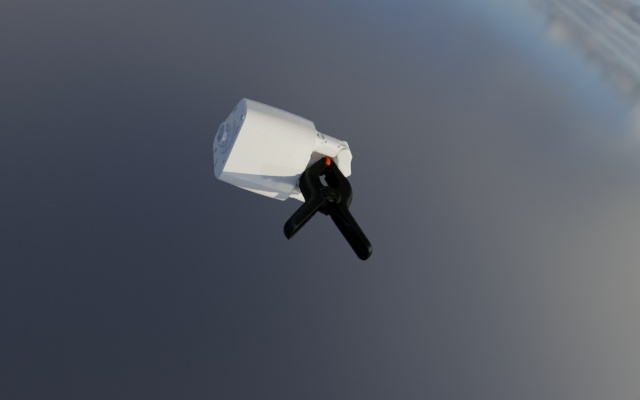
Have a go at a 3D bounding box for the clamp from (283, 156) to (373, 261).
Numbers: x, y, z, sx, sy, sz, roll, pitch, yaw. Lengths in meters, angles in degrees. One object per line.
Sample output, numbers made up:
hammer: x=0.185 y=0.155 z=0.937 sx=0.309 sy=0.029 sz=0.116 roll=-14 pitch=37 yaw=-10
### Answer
clamp: x=0.000 y=0.002 z=0.642 sx=0.120 sy=0.171 sz=0.039 roll=16 pitch=-51 yaw=-29
